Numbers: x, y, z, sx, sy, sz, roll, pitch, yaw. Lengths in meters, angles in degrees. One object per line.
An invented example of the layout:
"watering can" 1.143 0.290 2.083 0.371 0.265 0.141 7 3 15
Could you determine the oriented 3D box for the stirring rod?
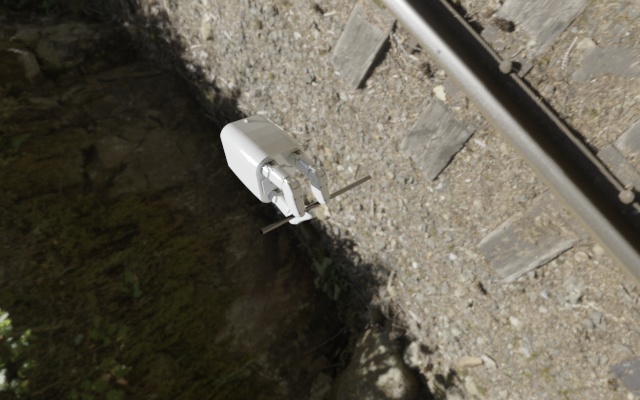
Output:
"stirring rod" 0.000 0.002 0.769 0.239 0.011 0.011 -27 17 -36
